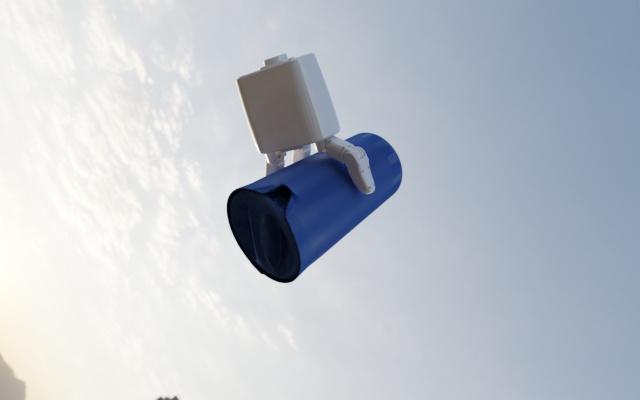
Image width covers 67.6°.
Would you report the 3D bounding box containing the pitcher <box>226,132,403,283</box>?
[{"bbox_3d":[0.000,0.002,0.661,0.149,0.145,0.242,1,26,47],"label":"pitcher"}]
